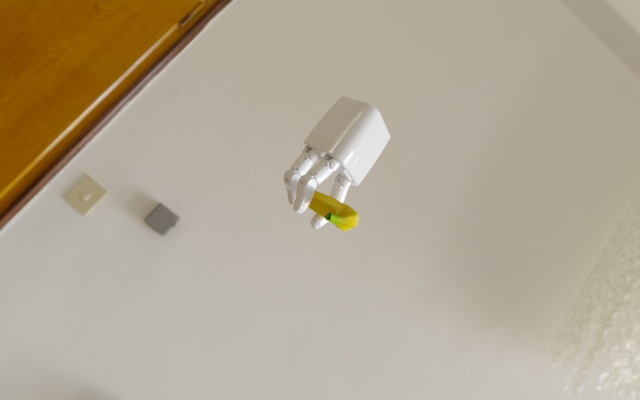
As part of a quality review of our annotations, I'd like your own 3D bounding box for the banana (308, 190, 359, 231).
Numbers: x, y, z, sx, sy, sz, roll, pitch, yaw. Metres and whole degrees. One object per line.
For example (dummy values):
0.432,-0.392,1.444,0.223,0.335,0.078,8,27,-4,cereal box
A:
0.016,0.013,0.748,0.070,0.037,0.197,33,-1,-19,banana
